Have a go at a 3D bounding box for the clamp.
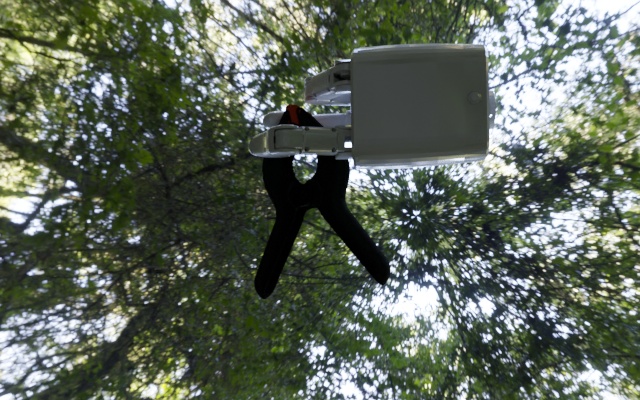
[{"bbox_3d":[0.000,0.001,0.416,0.120,0.171,0.039,-1,-2,10],"label":"clamp"}]
